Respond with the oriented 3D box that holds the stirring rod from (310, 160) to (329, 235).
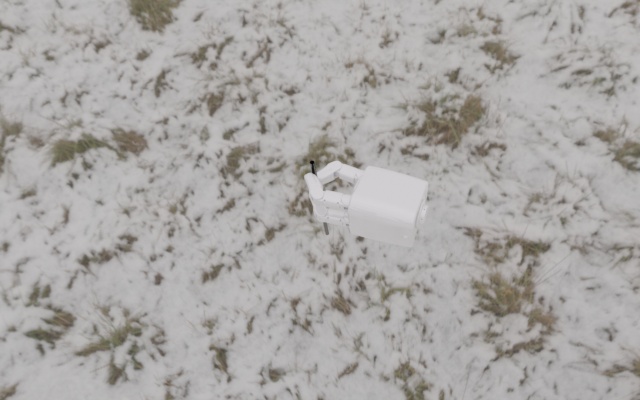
[{"bbox_3d":[0.000,0.003,0.871,0.011,0.011,0.240,0,-32,8],"label":"stirring rod"}]
